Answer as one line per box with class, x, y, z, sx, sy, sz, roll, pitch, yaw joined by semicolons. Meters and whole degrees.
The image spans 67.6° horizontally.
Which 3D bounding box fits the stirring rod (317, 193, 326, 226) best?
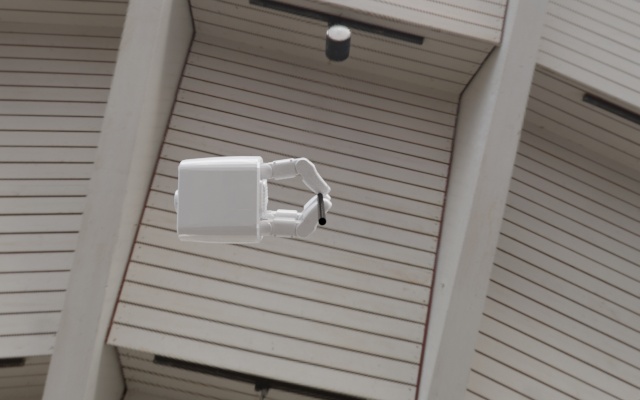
stirring rod;0.000;0.002;0.585;0.011;0.011;0.239;0;9;-1
